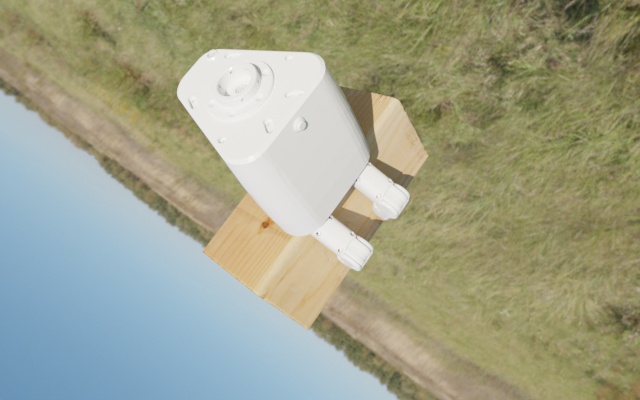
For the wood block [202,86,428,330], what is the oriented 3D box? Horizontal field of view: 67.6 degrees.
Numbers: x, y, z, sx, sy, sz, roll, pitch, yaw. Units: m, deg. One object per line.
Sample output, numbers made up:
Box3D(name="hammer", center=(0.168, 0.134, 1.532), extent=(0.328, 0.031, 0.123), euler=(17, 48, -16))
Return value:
Box3D(name="wood block", center=(0.000, 0.001, 0.456), extent=(0.090, 0.206, 0.090), euler=(26, -16, 43))
